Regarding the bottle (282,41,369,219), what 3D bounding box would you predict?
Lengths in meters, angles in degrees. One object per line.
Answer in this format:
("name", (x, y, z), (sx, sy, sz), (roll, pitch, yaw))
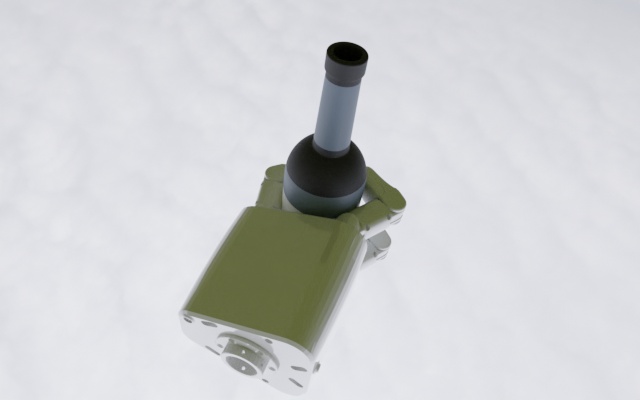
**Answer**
("bottle", (0.000, 0.001, 0.413), (0.069, 0.069, 0.296), (0, -40, -9))
